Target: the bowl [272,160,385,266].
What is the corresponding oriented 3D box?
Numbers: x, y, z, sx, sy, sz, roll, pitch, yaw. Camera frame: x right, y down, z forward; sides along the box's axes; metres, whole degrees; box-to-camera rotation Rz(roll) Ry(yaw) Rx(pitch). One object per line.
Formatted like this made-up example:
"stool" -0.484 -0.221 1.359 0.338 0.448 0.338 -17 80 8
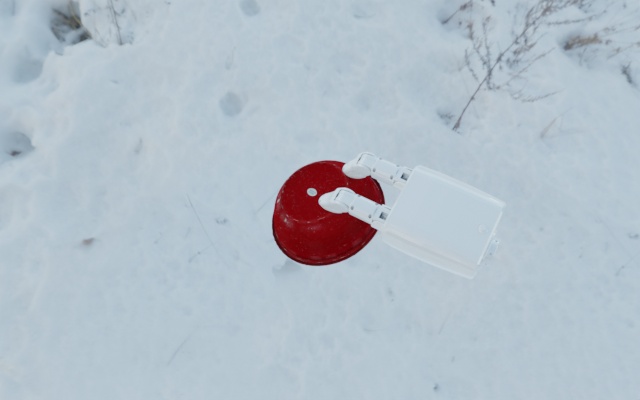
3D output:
"bowl" -0.001 0.002 0.627 0.162 0.162 0.055 0 -32 23
